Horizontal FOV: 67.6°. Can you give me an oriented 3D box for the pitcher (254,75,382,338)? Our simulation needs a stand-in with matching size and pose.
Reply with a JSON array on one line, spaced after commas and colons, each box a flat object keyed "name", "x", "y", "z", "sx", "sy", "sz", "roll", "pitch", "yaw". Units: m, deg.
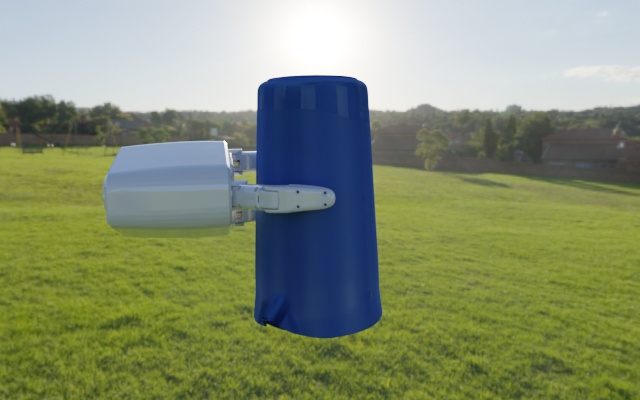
[{"name": "pitcher", "x": 0.000, "y": 0.002, "z": 0.490, "sx": 0.145, "sy": 0.243, "sz": 0.149, "roll": -3, "pitch": 9, "yaw": -11}]
